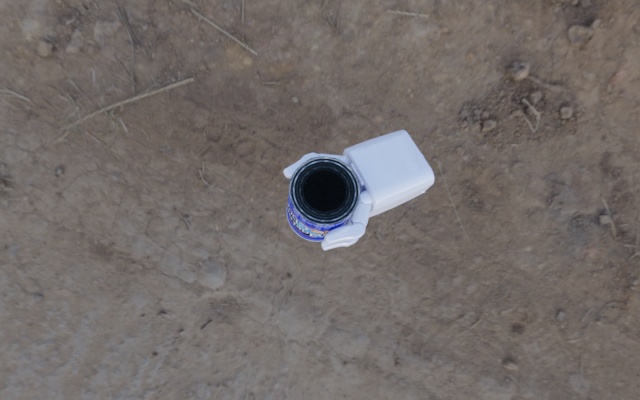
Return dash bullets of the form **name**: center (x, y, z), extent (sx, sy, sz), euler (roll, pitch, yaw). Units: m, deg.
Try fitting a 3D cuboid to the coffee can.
- **coffee can**: center (0.000, 0.002, 0.743), extent (0.103, 0.102, 0.140), euler (0, -14, -5)
